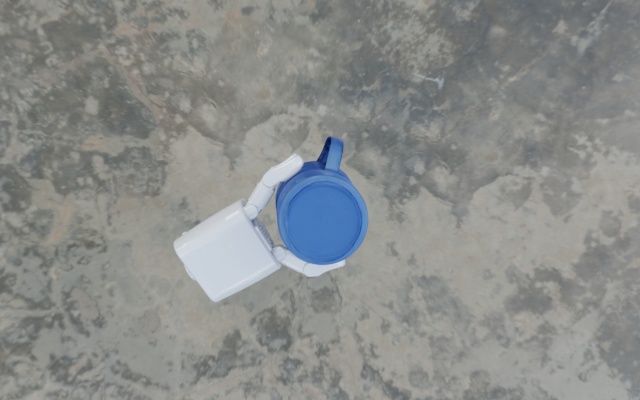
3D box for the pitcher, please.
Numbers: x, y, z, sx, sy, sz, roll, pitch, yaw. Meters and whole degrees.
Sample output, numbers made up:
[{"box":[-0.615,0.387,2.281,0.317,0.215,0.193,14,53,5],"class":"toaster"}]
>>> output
[{"box":[0.000,0.002,0.670,0.145,0.149,0.243,-29,6,0],"class":"pitcher"}]
